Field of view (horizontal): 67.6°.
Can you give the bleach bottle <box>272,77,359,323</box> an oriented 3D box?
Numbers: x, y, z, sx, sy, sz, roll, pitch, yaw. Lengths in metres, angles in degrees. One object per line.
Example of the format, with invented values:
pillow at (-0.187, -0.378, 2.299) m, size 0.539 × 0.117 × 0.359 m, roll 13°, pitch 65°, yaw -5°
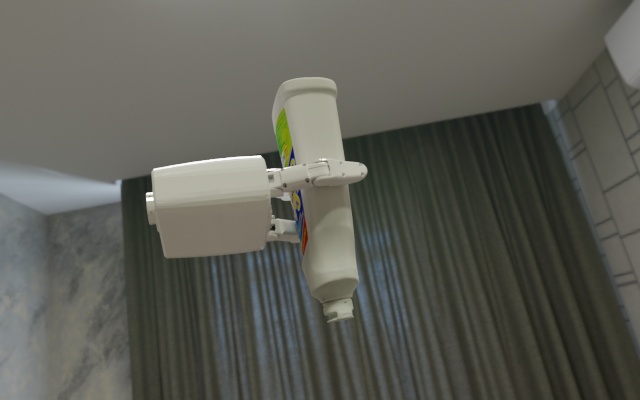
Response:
bleach bottle at (0.000, 0.002, 0.517) m, size 0.068 × 0.250 × 0.103 m, roll -6°, pitch -18°, yaw -16°
